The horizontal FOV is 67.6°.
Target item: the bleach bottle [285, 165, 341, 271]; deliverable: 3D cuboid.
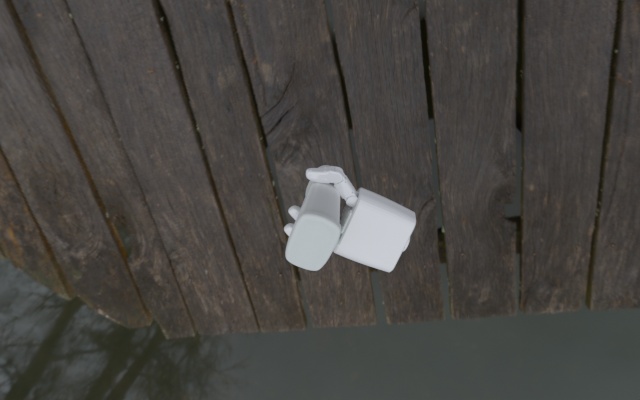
[{"bbox_3d":[0.000,0.003,0.800,0.068,0.103,0.250,21,31,-5],"label":"bleach bottle"}]
